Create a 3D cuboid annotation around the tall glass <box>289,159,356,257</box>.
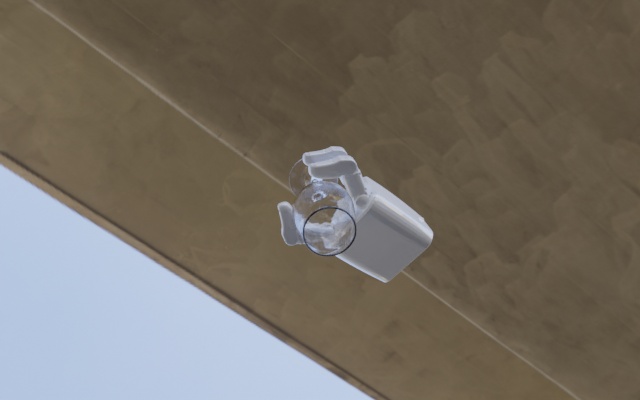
[{"bbox_3d":[0.000,0.002,0.631,0.079,0.079,0.201,0,20,-6],"label":"tall glass"}]
